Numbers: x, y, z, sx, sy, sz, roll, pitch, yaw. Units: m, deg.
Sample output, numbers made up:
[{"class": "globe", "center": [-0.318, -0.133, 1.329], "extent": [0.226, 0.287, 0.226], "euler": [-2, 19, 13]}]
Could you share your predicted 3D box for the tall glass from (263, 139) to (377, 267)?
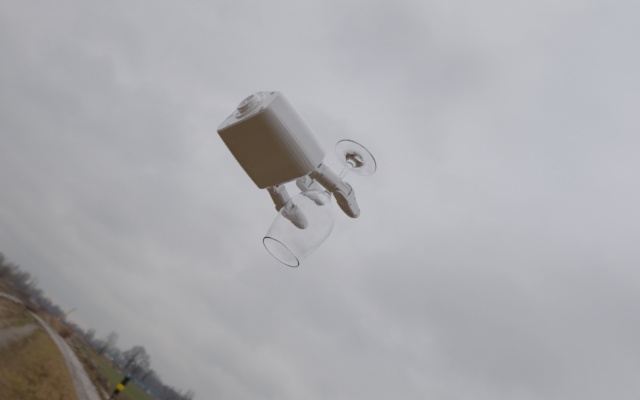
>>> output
[{"class": "tall glass", "center": [0.001, 0.002, 0.697], "extent": [0.079, 0.079, 0.201], "euler": [0, 44, 50]}]
